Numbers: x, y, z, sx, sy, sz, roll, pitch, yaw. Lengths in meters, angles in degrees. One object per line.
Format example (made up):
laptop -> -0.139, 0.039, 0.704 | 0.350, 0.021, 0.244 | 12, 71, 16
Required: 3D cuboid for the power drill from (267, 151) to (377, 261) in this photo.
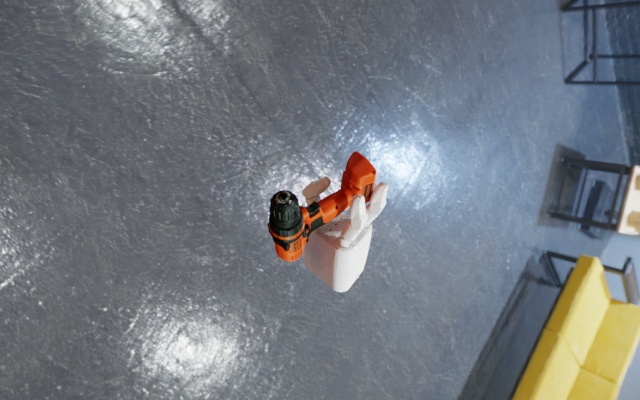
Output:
power drill -> 0.000, 0.002, 0.743 | 0.187, 0.057, 0.184 | -34, -22, -19
